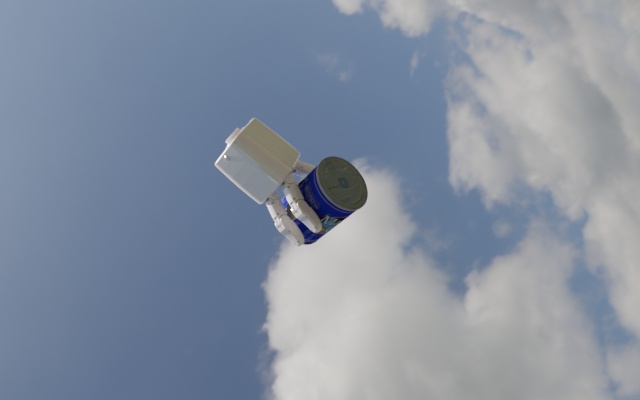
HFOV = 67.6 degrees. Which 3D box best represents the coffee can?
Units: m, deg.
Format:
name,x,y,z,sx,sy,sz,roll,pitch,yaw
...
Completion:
name,x,y,z,sx,sy,sz,roll,pitch,yaw
coffee can,0.000,0.003,0.838,0.103,0.102,0.140,0,-29,-39
